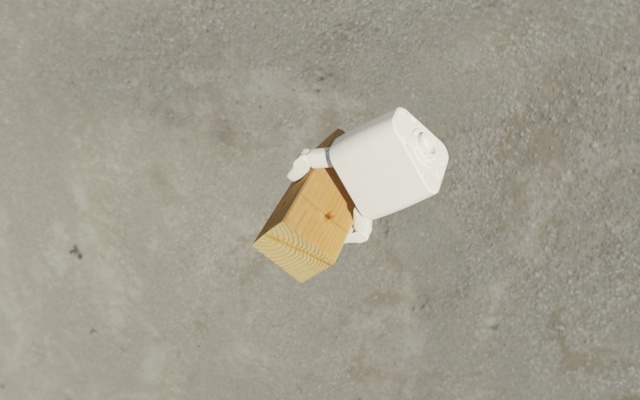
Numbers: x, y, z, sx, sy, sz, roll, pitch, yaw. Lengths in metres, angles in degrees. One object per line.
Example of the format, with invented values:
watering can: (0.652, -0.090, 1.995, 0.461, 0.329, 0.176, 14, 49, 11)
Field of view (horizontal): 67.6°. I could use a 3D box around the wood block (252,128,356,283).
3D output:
wood block: (0.000, 0.002, 0.695, 0.091, 0.206, 0.090, 40, -43, -12)
